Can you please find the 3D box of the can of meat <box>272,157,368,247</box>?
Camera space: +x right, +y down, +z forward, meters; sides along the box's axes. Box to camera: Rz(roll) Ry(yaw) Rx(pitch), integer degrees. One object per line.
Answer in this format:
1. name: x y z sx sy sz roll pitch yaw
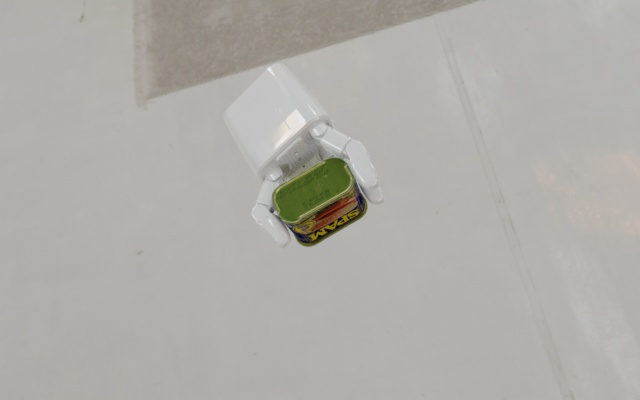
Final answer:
1. can of meat: 0.000 0.002 0.569 0.102 0.057 0.084 -30 -25 0
